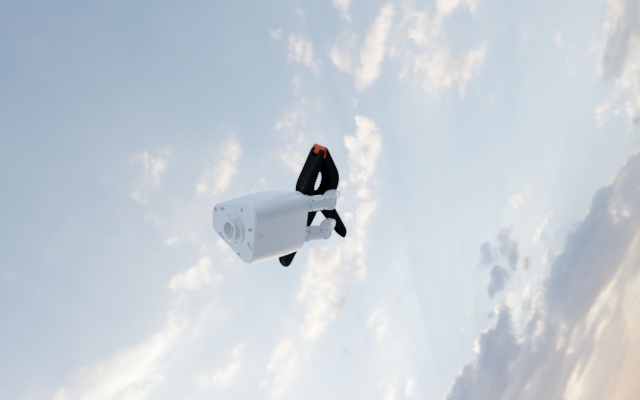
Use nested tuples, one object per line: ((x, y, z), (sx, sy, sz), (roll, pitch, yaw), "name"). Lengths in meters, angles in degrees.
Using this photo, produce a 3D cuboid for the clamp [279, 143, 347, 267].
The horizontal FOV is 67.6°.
((-0.001, 0.002, 0.838), (0.036, 0.210, 0.164), (24, 26, 36), "clamp")
